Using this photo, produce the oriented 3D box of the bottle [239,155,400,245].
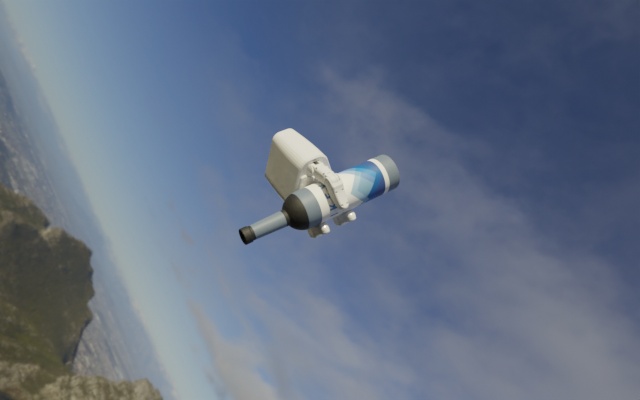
[{"bbox_3d":[0.000,0.003,0.808,0.295,0.069,0.069,-24,10,-24],"label":"bottle"}]
